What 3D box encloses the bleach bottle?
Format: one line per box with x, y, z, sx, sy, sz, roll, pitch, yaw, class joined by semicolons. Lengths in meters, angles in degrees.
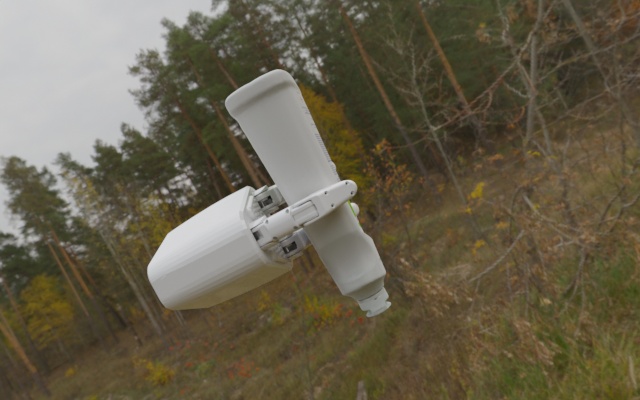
0.000;0.001;0.475;0.068;0.251;0.102;-28;2;7;bleach bottle
